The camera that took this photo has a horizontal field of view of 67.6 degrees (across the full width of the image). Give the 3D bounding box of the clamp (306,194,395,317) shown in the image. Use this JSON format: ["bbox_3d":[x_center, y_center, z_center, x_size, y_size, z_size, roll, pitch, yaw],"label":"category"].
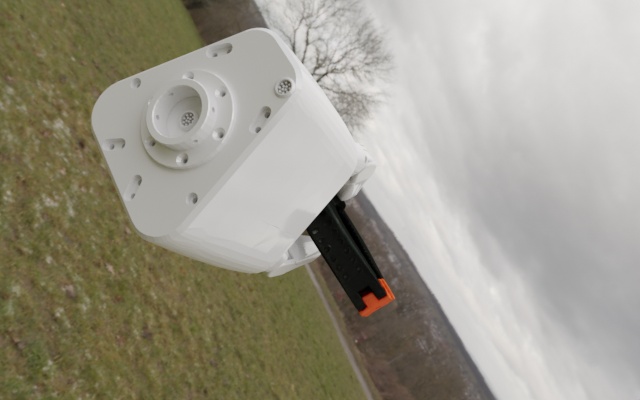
[{"bbox_3d":[0.001,0.001,0.413,0.036,0.210,0.164,-34,-21,8],"label":"clamp"}]
